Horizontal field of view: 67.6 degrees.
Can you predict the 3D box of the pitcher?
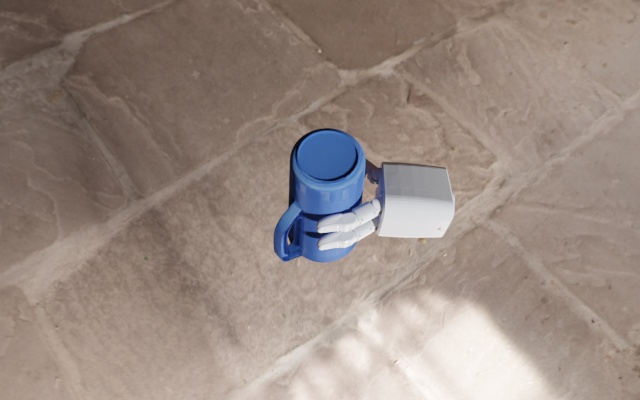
[{"bbox_3d":[0.000,0.002,0.769,0.145,0.149,0.243,4,-29,1],"label":"pitcher"}]
